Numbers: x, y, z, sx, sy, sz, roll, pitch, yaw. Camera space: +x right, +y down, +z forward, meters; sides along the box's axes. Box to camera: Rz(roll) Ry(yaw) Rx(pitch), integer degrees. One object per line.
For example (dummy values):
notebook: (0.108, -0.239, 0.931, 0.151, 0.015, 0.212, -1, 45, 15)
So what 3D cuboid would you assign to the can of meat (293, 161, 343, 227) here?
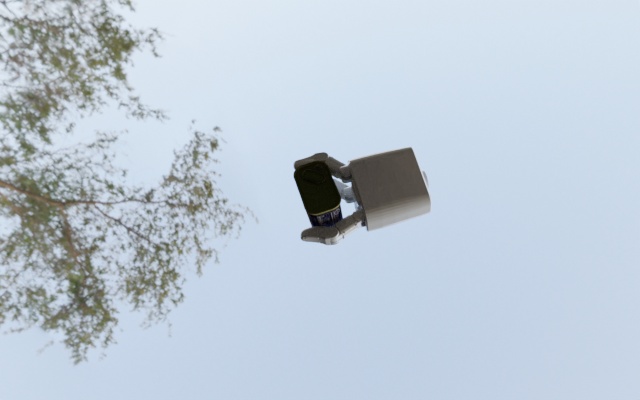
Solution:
can of meat: (0.000, 0.003, 0.761, 0.057, 0.102, 0.084, -19, -37, -3)
